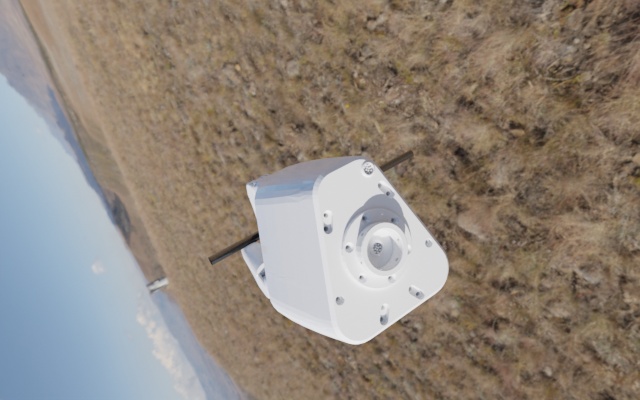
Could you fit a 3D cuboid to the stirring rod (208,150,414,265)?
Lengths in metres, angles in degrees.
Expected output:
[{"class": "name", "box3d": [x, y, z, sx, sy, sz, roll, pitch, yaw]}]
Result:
[{"class": "stirring rod", "box3d": [0.000, 0.001, 0.470, 0.239, 0.011, 0.011, -28, 11, -22]}]
